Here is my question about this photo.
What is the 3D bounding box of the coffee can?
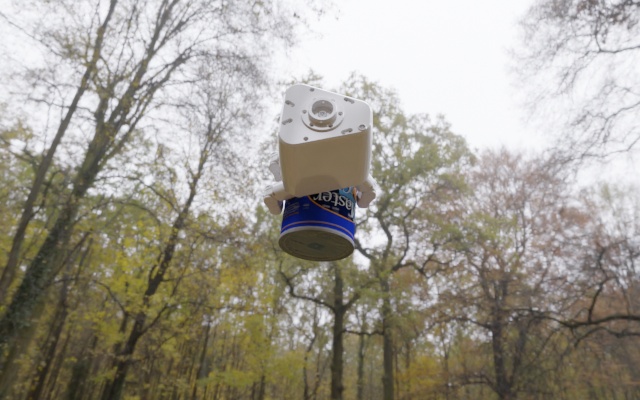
[{"bbox_3d":[0.000,0.002,0.673,0.103,0.140,0.103,4,-29,2],"label":"coffee can"}]
